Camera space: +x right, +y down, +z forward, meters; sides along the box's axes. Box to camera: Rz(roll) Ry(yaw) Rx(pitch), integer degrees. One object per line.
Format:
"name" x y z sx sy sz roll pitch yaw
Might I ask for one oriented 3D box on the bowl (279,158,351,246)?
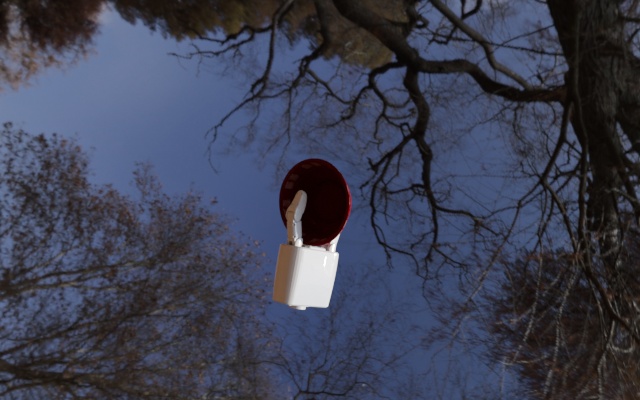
"bowl" 0.001 0.002 0.892 0.162 0.162 0.055 0 1 36
